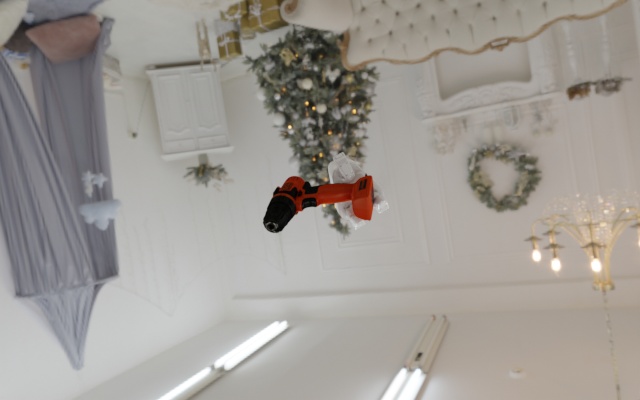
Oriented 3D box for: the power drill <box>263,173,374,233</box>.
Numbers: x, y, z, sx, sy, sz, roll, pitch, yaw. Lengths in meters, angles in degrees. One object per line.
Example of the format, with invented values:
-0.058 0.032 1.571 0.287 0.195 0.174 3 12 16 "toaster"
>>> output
0.001 0.003 0.866 0.187 0.057 0.184 -1 27 12 "power drill"
